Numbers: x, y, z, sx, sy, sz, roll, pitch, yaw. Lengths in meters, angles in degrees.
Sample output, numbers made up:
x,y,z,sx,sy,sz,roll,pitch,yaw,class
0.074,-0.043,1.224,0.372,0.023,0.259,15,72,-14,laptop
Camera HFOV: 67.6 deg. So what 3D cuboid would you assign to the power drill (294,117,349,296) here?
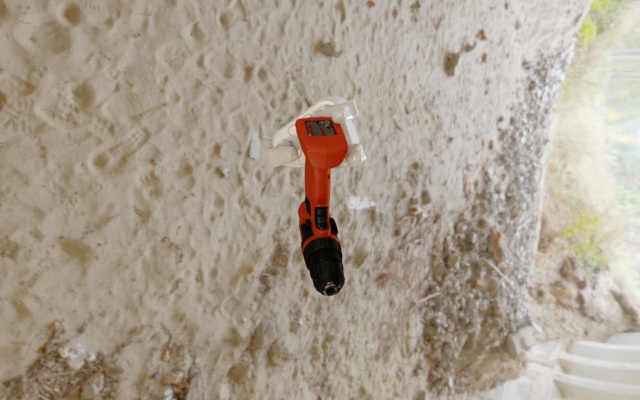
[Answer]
x,y,z,sx,sy,sz,roll,pitch,yaw,class
0.000,0.001,0.608,0.057,0.188,0.184,-3,33,-10,power drill
